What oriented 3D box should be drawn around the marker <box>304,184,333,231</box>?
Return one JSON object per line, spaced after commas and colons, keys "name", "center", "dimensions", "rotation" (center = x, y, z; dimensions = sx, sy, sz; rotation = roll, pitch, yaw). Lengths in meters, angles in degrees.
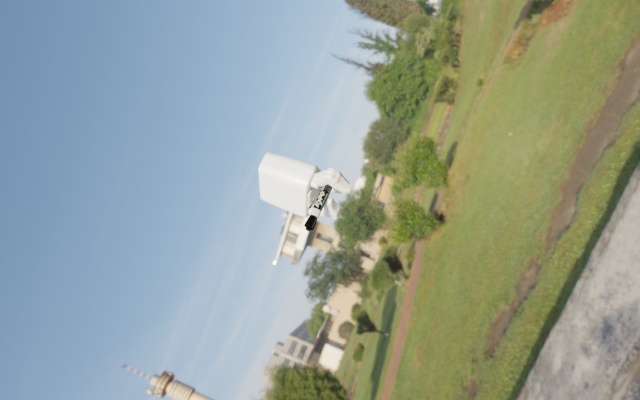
{"name": "marker", "center": [0.000, 0.003, 0.876], "dimensions": [0.020, 0.121, 0.020], "rotation": [21, -24, 10]}
